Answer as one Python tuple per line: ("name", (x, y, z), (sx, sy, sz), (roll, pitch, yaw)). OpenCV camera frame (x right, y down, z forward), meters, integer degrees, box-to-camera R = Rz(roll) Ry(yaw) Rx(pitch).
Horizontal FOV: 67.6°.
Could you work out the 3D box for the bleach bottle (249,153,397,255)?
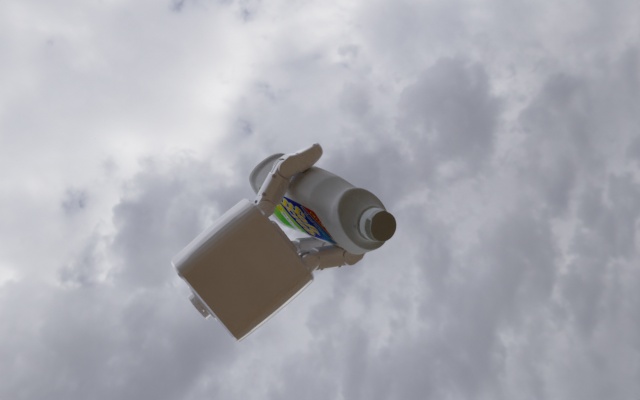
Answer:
("bleach bottle", (0.000, 0.002, 0.541), (0.068, 0.102, 0.251), (-39, 21, -15))
